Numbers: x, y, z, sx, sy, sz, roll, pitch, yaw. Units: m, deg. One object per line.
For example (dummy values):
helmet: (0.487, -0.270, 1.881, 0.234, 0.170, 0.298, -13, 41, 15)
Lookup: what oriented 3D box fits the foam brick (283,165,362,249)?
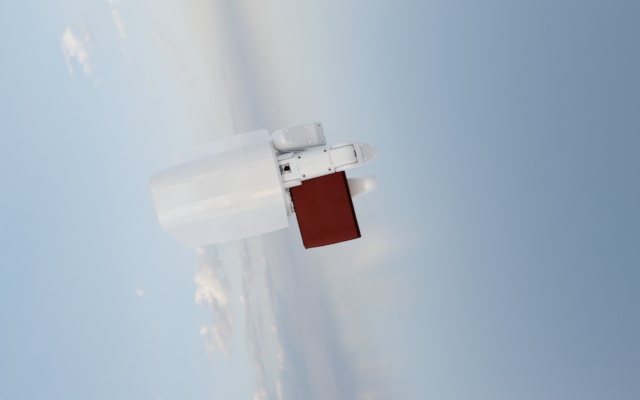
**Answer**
foam brick: (0.000, 0.002, 0.441, 0.051, 0.078, 0.053, -14, 1, -6)
